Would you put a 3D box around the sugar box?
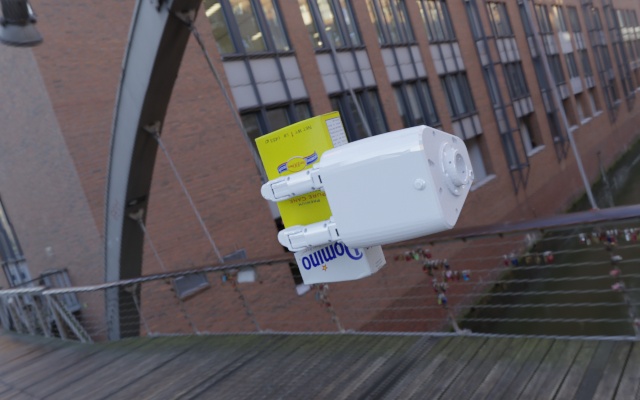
[{"bbox_3d":[0.000,0.002,0.524,0.093,0.176,0.048,-14,6,34],"label":"sugar box"}]
